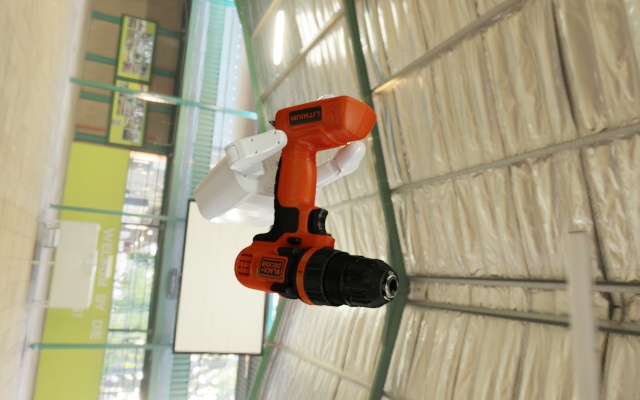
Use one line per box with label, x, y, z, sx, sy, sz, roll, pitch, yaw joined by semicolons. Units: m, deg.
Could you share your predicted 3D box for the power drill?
power drill;0.000;0.001;0.443;0.184;0.187;0.057;0;-16;41
